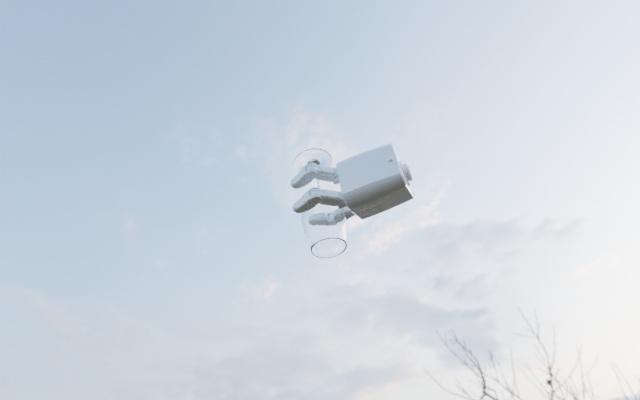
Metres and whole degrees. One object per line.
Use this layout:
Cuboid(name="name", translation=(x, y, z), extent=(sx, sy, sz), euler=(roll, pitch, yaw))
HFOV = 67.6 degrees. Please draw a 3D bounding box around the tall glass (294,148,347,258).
Cuboid(name="tall glass", translation=(0.000, 0.002, 0.859), extent=(0.079, 0.200, 0.079), euler=(-6, -38, -5))
